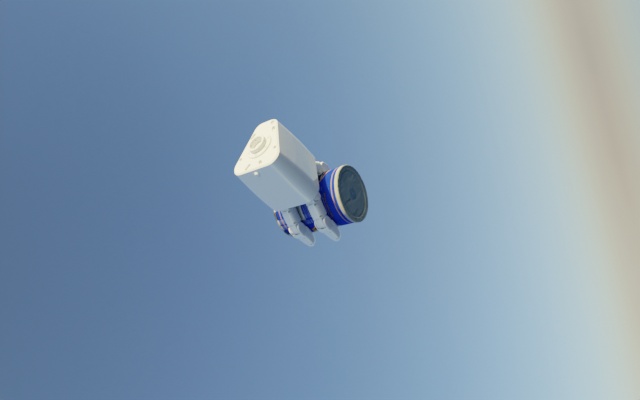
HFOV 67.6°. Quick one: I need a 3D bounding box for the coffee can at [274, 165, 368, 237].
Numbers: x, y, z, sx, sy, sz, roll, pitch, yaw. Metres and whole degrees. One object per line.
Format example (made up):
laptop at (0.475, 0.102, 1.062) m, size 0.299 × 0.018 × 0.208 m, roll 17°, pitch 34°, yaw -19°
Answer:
coffee can at (0.000, 0.003, 0.861) m, size 0.140 × 0.103 × 0.103 m, roll -15°, pitch -8°, yaw 32°
